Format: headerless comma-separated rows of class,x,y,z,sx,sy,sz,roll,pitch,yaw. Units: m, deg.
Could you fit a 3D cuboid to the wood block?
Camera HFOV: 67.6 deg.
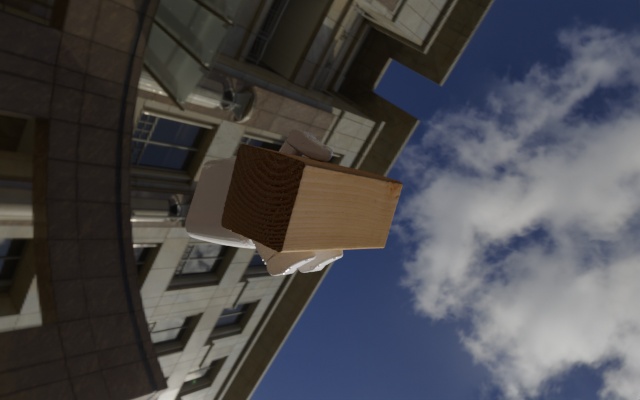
wood block,0.000,0.001,0.547,0.090,0.091,0.206,19,8,34
